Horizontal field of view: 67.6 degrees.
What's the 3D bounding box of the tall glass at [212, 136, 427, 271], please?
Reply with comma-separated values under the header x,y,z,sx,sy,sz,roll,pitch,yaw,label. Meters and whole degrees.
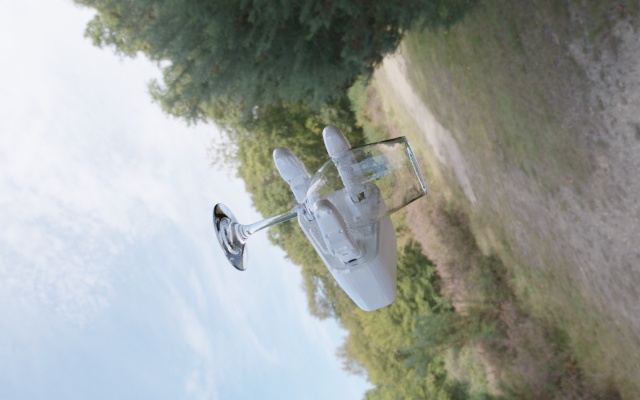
x,y,z,sx,sy,sz,roll,pitch,yaw,label
-0.001,0.002,0.474,0.201,0.079,0.079,-22,-3,8,tall glass
